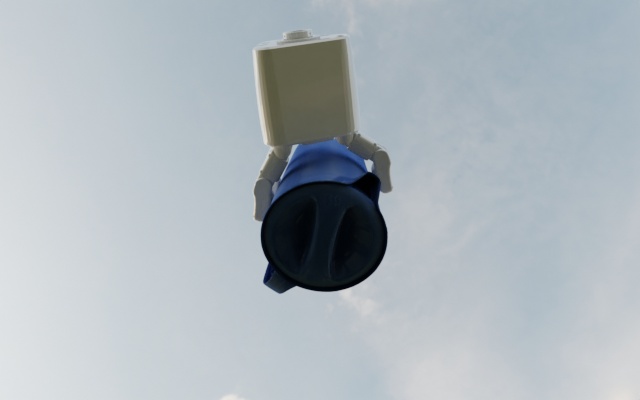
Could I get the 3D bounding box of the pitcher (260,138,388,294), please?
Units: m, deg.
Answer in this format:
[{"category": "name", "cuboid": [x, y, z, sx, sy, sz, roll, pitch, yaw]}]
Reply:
[{"category": "pitcher", "cuboid": [0.000, 0.002, 0.604, 0.149, 0.145, 0.242, -7, 23, 5]}]
